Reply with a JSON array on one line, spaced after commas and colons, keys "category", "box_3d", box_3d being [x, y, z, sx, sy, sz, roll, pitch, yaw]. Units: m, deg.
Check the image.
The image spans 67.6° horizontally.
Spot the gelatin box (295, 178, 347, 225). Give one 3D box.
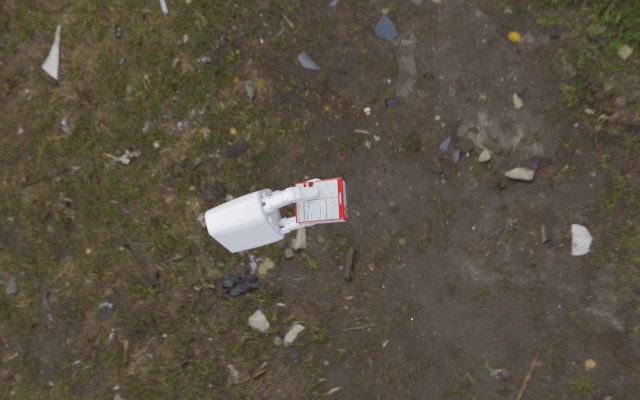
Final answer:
[{"category": "gelatin box", "box_3d": [0.000, 0.003, 0.840, 0.089, 0.073, 0.030, -6, -13, 17]}]
